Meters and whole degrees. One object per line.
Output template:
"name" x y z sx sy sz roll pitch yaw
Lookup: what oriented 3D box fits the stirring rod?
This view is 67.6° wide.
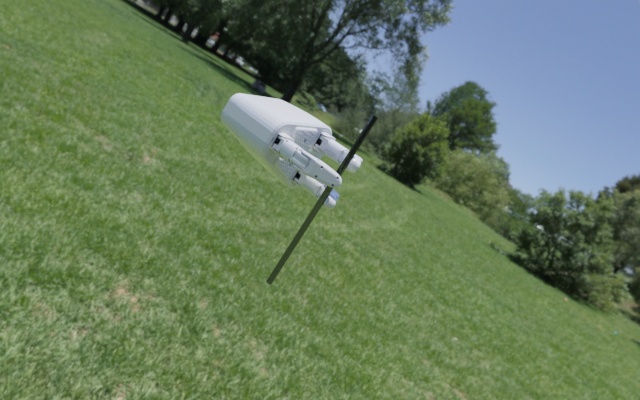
"stirring rod" 0.000 0.002 0.576 0.011 0.239 0.011 32 8 -5
